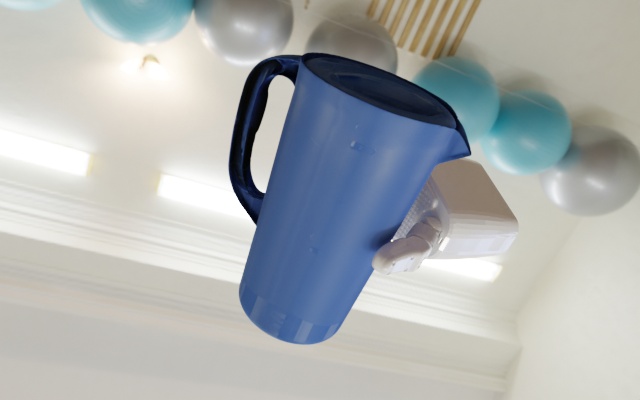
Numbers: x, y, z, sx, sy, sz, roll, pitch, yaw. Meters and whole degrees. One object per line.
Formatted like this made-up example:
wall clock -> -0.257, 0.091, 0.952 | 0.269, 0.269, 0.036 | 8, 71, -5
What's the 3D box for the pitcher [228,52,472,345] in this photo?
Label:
pitcher -> 0.000, 0.001, 0.420 | 0.145, 0.243, 0.149 | 3, 33, -34
